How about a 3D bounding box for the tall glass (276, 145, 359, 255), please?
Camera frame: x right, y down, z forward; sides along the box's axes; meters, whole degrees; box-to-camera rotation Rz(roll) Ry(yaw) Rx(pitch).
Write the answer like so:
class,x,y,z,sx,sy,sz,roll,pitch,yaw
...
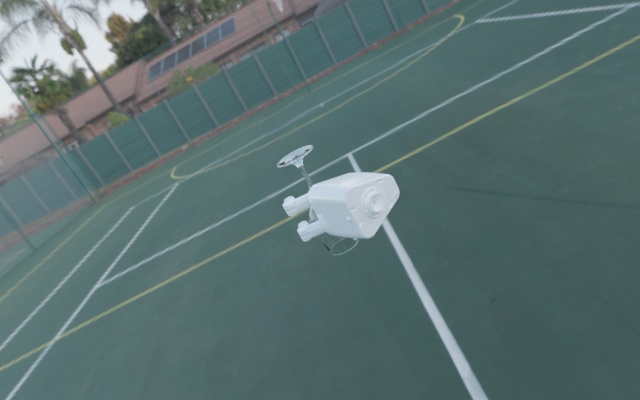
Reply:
class,x,y,z,sx,sy,sz,roll,pitch,yaw
tall glass,0.000,0.002,0.879,0.079,0.201,0.079,-26,19,9
